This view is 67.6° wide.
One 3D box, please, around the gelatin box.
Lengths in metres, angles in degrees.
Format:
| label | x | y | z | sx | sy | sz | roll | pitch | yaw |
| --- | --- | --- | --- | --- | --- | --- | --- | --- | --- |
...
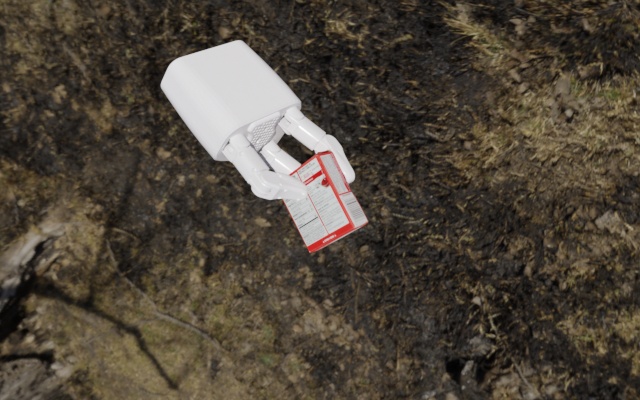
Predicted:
| label | x | y | z | sx | sy | sz | roll | pitch | yaw |
| --- | --- | --- | --- | --- | --- | --- | --- | --- | --- |
| gelatin box | 0.000 | 0.002 | 0.516 | 0.073 | 0.089 | 0.030 | -33 | -9 | 39 |
